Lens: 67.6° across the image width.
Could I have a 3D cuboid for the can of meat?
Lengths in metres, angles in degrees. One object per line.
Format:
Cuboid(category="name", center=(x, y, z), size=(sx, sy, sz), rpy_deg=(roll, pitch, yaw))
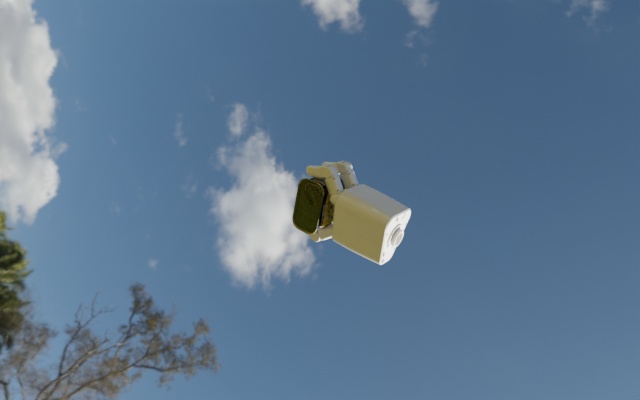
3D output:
Cuboid(category="can of meat", center=(0.000, 0.003, 0.893), size=(0.057, 0.102, 0.084), rpy_deg=(24, 25, 30))
